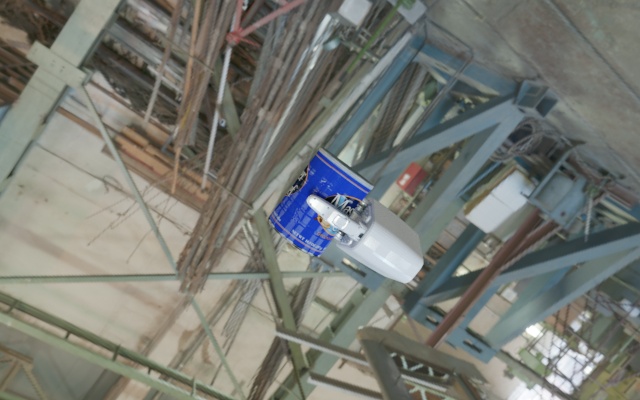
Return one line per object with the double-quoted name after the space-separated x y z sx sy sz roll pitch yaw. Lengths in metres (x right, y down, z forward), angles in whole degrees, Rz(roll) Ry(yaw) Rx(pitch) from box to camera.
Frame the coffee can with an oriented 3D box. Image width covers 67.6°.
0.000 0.002 0.743 0.103 0.140 0.103 36 7 -5 "coffee can"
